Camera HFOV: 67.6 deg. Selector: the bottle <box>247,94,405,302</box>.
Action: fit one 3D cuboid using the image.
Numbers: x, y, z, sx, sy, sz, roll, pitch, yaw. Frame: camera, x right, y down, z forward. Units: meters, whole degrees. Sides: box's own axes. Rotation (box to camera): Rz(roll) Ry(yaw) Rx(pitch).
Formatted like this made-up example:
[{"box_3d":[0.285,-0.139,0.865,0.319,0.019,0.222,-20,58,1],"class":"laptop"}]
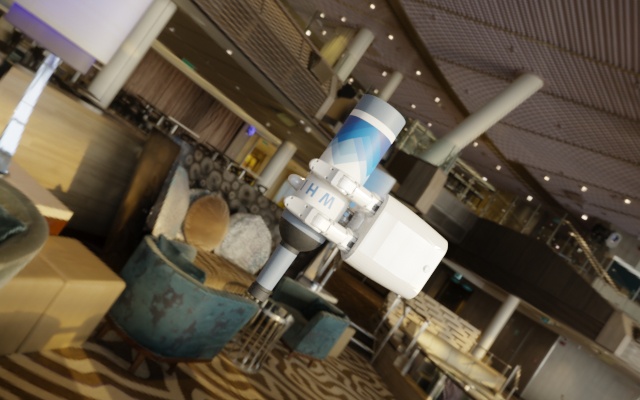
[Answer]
[{"box_3d":[0.000,0.002,0.620,0.069,0.295,0.069,34,-2,1],"class":"bottle"}]
